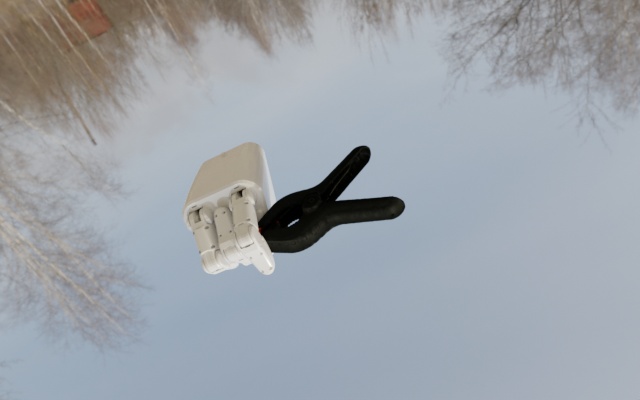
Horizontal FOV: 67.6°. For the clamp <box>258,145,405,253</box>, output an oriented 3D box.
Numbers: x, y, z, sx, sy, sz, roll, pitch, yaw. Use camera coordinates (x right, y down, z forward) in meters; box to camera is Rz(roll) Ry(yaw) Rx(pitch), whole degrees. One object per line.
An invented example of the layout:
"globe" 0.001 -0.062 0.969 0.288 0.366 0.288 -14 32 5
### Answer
"clamp" 0.000 0.002 0.527 0.171 0.039 0.120 -20 34 10
